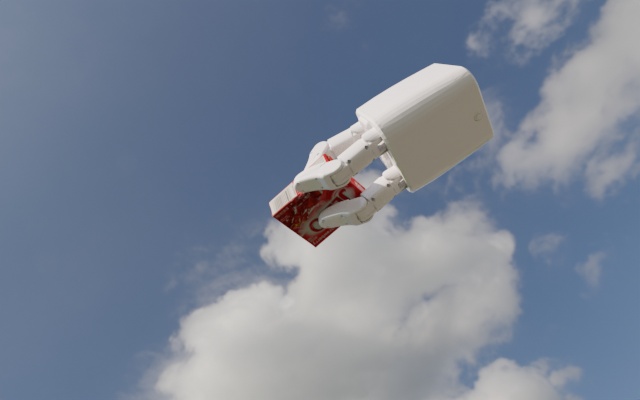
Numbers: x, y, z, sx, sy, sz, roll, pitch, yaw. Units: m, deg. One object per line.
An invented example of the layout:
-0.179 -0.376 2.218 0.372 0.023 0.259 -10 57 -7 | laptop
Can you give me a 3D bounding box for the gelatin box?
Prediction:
0.000 0.002 0.532 0.073 0.089 0.030 39 18 -35 | gelatin box
